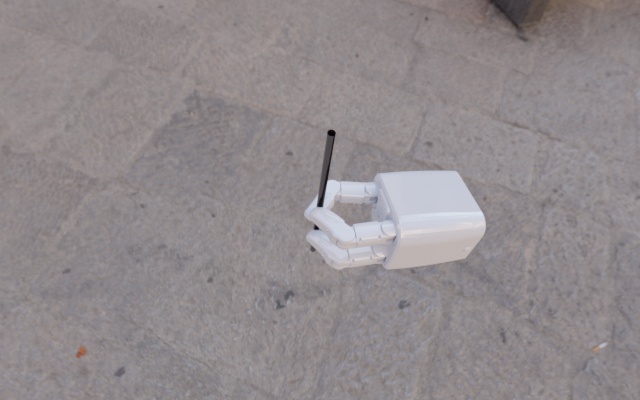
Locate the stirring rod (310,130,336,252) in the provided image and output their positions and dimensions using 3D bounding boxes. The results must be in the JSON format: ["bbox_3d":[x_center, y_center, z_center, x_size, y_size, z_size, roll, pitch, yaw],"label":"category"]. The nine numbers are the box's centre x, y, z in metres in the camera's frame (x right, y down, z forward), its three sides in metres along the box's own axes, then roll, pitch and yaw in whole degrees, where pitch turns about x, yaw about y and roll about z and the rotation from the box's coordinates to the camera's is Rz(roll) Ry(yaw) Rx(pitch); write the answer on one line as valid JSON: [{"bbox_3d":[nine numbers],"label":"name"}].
[{"bbox_3d":[0.000,0.002,0.537,0.011,0.011,0.240,0,-32,-6],"label":"stirring rod"}]
